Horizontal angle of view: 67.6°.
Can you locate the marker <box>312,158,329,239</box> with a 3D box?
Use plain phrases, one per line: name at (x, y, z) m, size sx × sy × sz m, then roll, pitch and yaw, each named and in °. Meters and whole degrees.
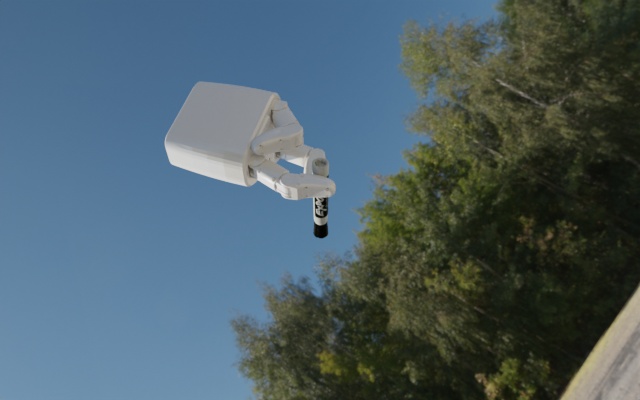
marker at (0.000, 0.002, 0.562) m, size 0.020 × 0.121 × 0.020 m, roll 0°, pitch 45°, yaw 0°
